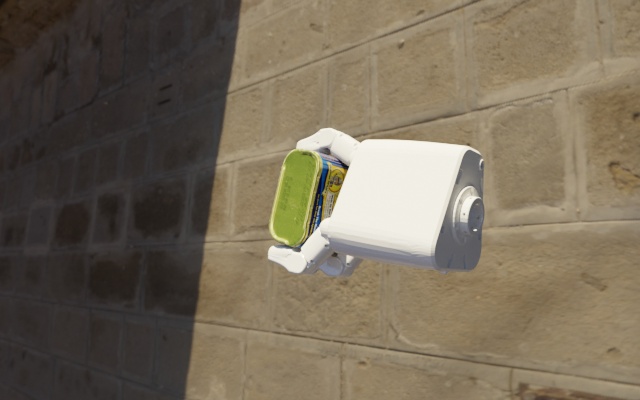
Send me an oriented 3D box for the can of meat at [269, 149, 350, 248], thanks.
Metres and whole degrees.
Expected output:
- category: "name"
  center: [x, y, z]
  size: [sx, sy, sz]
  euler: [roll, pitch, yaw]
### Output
- category: "can of meat"
  center: [0.000, 0.001, 0.498]
  size: [0.057, 0.102, 0.084]
  euler: [13, 1, 41]
